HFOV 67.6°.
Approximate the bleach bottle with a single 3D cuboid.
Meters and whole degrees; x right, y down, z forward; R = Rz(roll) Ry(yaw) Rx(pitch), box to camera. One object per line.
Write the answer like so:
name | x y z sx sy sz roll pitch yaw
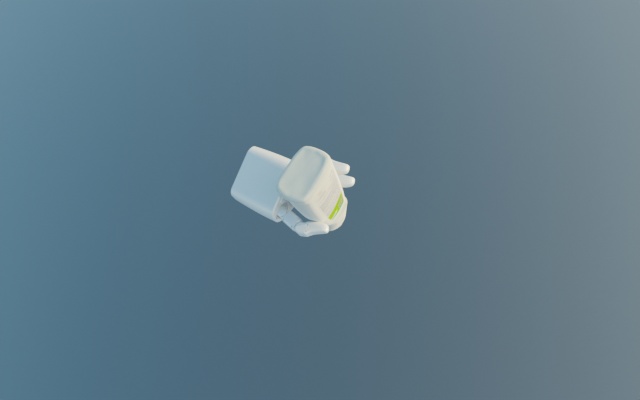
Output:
bleach bottle | 0.000 0.003 0.874 0.068 0.102 0.251 26 -15 22
